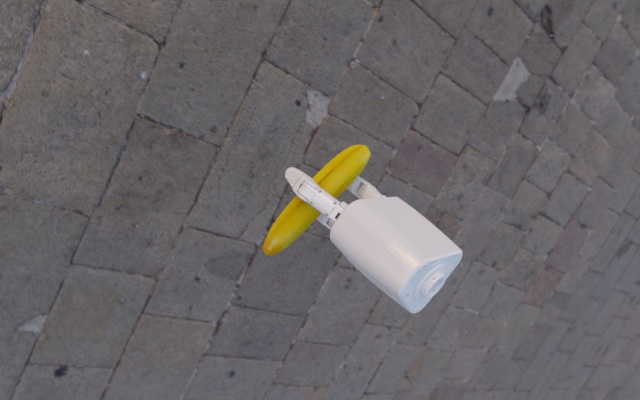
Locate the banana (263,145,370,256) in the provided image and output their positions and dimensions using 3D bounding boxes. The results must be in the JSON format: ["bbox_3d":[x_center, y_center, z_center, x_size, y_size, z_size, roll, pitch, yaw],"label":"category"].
[{"bbox_3d":[0.002,-0.007,0.593,0.037,0.198,0.070,42,-13,15],"label":"banana"}]
